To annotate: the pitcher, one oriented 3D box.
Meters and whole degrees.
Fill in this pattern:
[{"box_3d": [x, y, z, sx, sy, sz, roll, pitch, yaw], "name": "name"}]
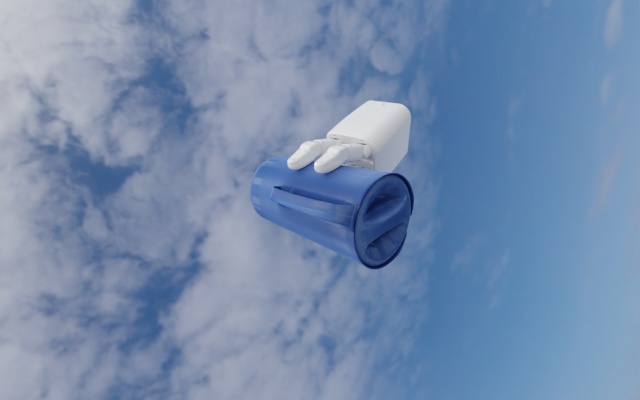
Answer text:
[{"box_3d": [0.000, 0.002, 0.706, 0.243, 0.149, 0.145, 16, 52, 41], "name": "pitcher"}]
